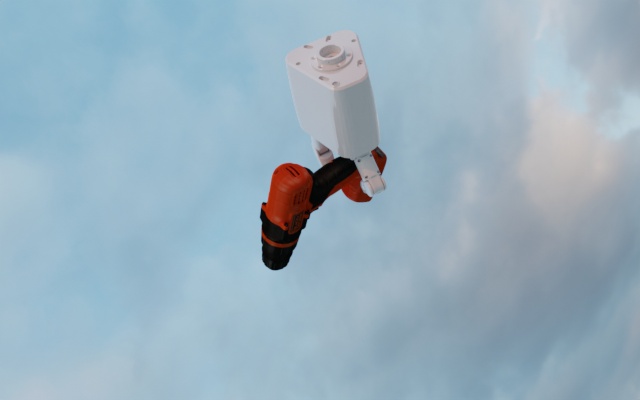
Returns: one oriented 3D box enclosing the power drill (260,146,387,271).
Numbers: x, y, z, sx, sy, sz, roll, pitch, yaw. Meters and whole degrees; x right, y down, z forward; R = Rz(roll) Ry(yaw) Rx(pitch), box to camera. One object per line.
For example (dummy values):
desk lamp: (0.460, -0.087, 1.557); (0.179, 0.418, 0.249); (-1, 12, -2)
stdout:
power drill: (0.000, 0.002, 0.649); (0.187, 0.185, 0.057); (-31, 63, -35)
